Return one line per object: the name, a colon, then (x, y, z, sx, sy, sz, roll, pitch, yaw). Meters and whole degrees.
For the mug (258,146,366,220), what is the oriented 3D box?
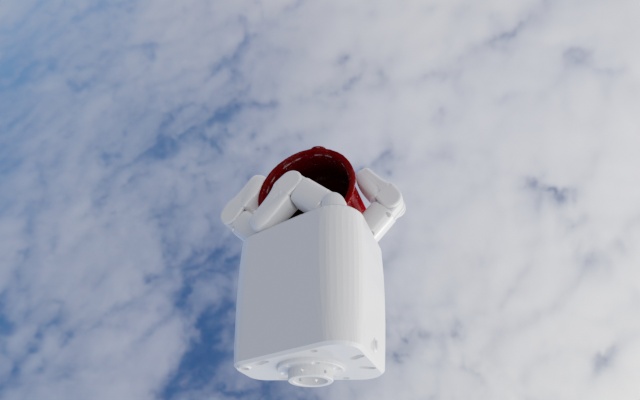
mug: (0.000, 0.000, 0.463, 0.093, 0.117, 0.081, -11, -37, 17)
